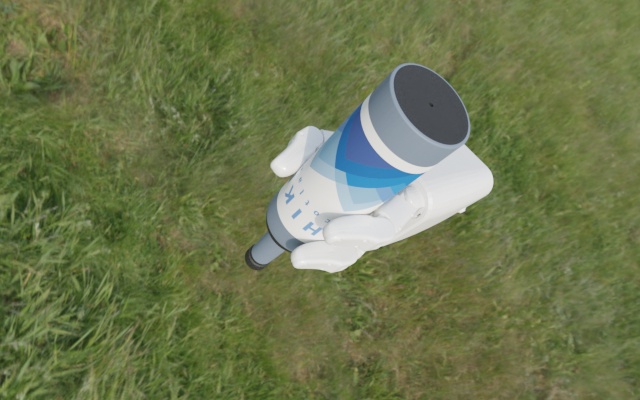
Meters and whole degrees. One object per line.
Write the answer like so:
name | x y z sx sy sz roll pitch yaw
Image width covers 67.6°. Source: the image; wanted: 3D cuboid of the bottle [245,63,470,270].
bottle | 0.000 0.001 0.419 0.069 0.069 0.296 0 -26 -33
